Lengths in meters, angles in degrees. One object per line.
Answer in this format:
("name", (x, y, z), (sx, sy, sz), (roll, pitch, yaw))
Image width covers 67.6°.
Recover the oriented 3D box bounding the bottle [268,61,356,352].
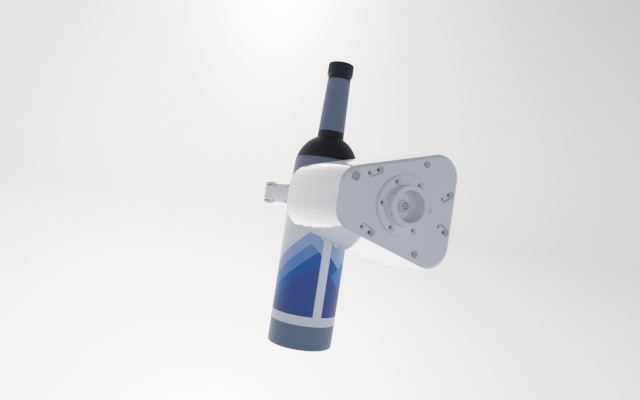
("bottle", (0.000, 0.002, 0.501), (0.069, 0.295, 0.069), (9, -2, 0))
